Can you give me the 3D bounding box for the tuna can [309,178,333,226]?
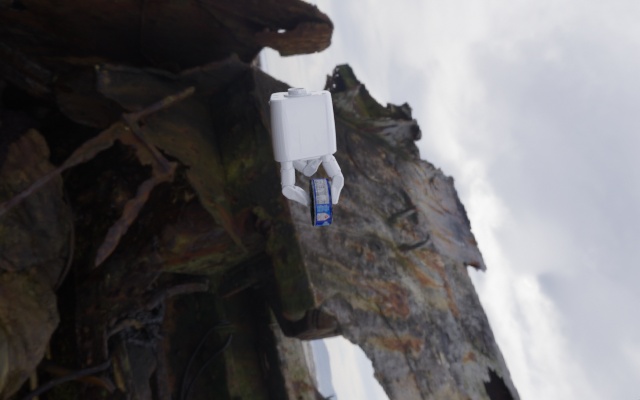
[{"bbox_3d":[0.001,0.003,0.859,0.034,0.086,0.086,-4,0,-6],"label":"tuna can"}]
